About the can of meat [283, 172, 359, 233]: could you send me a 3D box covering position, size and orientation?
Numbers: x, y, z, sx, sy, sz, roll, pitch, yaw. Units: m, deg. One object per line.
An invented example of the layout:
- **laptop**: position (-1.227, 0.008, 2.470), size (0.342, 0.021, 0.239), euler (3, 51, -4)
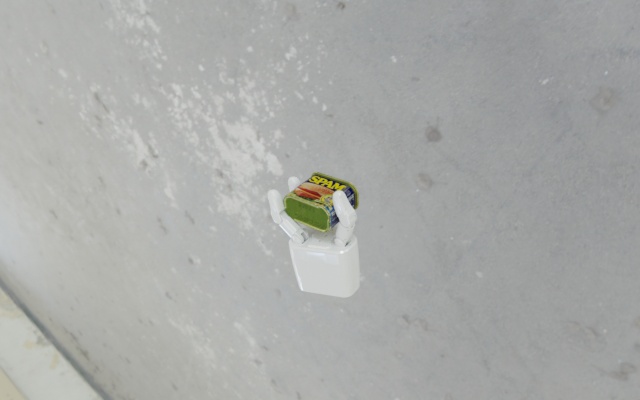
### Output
- **can of meat**: position (0.000, 0.003, 0.810), size (0.102, 0.057, 0.084), euler (20, 41, 32)
